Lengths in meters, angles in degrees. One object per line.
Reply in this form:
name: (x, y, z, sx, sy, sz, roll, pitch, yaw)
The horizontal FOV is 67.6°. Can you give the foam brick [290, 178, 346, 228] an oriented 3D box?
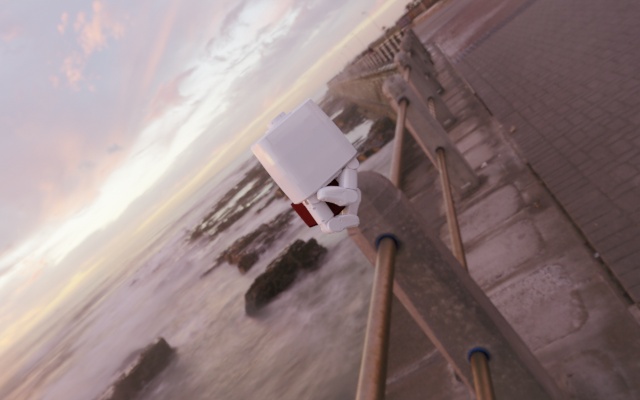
foam brick: (0.000, 0.003, 0.748, 0.053, 0.051, 0.078, -47, 13, -29)
